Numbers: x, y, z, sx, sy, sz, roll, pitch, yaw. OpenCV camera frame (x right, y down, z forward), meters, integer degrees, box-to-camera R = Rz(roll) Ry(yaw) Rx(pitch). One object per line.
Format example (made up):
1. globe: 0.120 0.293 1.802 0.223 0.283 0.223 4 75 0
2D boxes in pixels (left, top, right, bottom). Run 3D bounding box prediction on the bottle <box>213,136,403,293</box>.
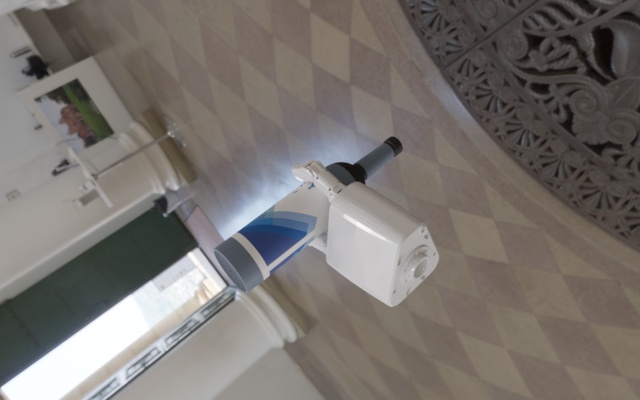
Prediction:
1. bottle: 0.000 0.002 0.624 0.295 0.069 0.069 -37 17 -23
